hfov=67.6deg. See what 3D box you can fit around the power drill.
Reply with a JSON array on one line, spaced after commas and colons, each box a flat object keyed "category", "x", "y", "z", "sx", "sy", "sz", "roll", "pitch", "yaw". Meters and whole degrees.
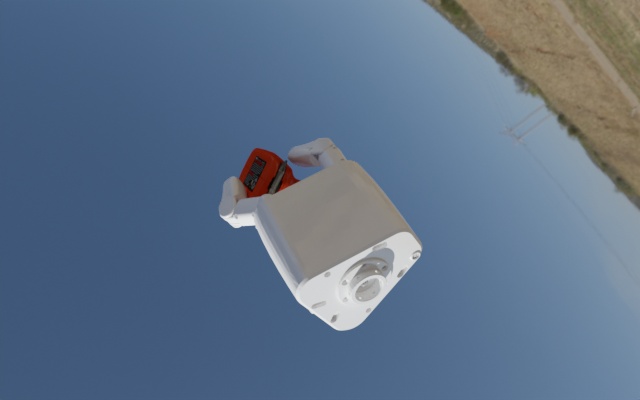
[{"category": "power drill", "x": 0.000, "y": 0.002, "z": 0.562, "sx": 0.188, "sy": 0.057, "sz": 0.184, "roll": 24, "pitch": 1, "yaw": -22}]
